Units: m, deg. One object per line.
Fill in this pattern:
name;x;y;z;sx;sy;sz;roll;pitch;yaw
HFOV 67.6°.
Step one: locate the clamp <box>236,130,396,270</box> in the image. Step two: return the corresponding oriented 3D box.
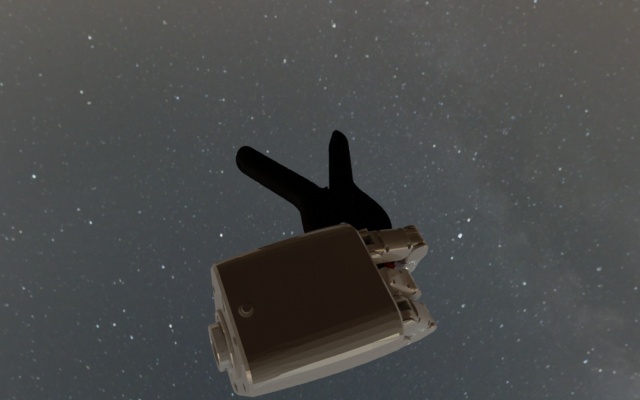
clamp;0.000;0.002;0.423;0.120;0.171;0.039;-11;-38;-23
